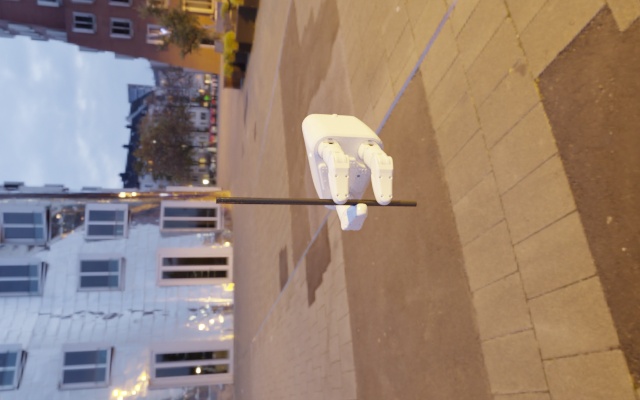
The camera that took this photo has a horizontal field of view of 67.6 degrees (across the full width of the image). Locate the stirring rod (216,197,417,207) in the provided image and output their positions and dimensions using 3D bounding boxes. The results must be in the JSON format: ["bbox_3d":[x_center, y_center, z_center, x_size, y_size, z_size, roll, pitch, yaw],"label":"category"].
[{"bbox_3d":[0.000,0.002,0.562,0.239,0.011,0.011,1,0,-13],"label":"stirring rod"}]
